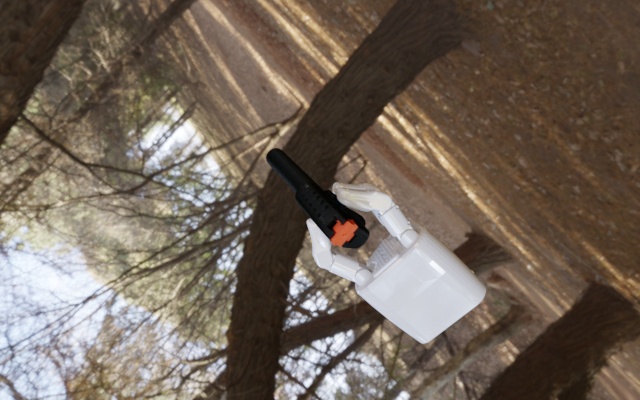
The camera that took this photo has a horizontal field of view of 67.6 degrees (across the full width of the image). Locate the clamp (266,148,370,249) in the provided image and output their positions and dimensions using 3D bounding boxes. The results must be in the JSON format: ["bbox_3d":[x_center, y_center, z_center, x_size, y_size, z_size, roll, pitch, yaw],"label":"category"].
[{"bbox_3d":[0.000,0.003,0.550,0.164,0.036,0.210,39,5,-8],"label":"clamp"}]
